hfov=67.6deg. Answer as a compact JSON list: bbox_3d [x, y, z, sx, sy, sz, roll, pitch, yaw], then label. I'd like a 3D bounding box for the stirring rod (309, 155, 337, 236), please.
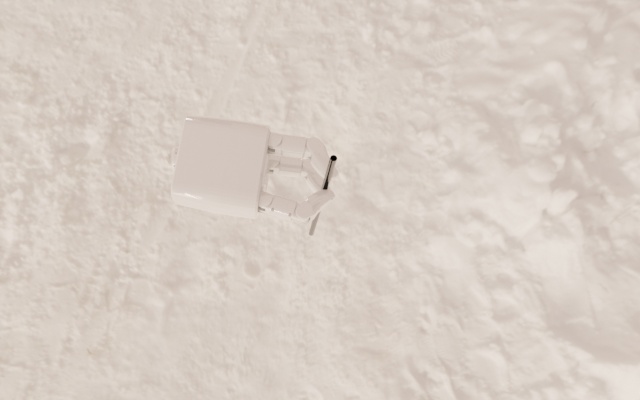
[{"bbox_3d":[0.000,0.002,0.644,0.011,0.011,0.240,0,-24,-8],"label":"stirring rod"}]
